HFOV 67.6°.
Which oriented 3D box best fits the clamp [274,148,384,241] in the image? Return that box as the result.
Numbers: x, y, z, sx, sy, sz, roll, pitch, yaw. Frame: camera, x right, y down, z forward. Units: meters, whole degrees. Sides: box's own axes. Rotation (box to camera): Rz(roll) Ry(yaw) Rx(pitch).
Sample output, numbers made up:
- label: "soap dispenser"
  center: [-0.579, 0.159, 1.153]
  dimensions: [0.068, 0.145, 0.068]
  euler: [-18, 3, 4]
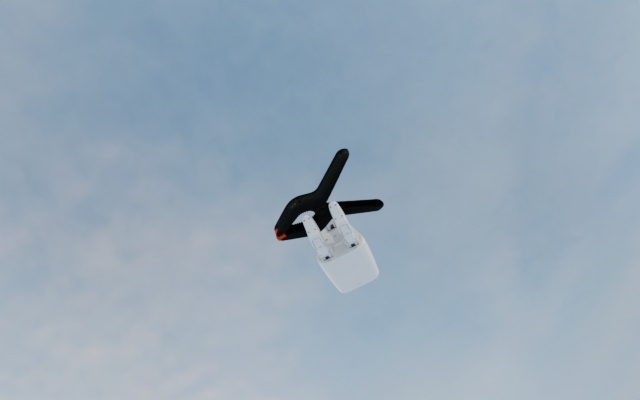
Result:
- label: "clamp"
  center: [0.000, 0.003, 0.883]
  dimensions: [0.210, 0.165, 0.036]
  euler: [-27, 39, 3]
